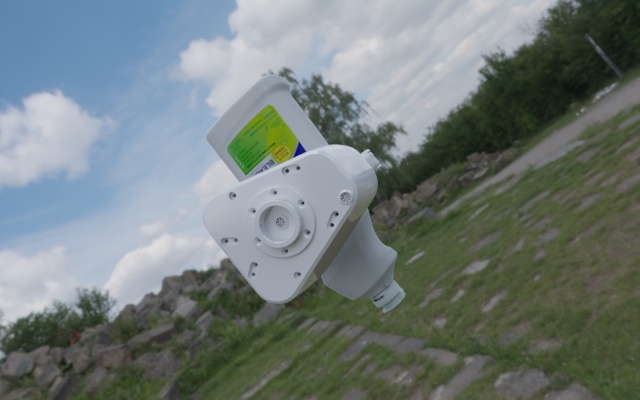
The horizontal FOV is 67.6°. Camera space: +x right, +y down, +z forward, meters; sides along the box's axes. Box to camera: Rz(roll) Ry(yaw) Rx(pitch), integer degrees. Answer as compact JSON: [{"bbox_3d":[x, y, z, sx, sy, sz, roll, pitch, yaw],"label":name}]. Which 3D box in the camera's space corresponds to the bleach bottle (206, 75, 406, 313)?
[{"bbox_3d":[0.000,0.002,0.481,0.102,0.251,0.068,-41,-3,14],"label":"bleach bottle"}]
